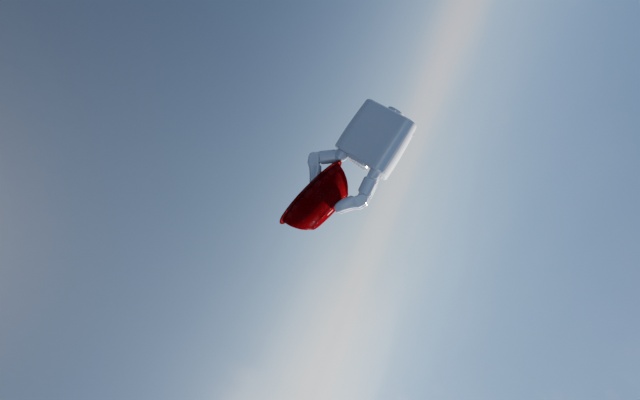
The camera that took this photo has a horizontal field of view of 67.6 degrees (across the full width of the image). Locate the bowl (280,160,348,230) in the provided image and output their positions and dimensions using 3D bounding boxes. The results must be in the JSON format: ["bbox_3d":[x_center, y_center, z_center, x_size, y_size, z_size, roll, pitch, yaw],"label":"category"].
[{"bbox_3d":[0.000,0.004,0.877,0.055,0.162,0.162,45,7,7],"label":"bowl"}]
